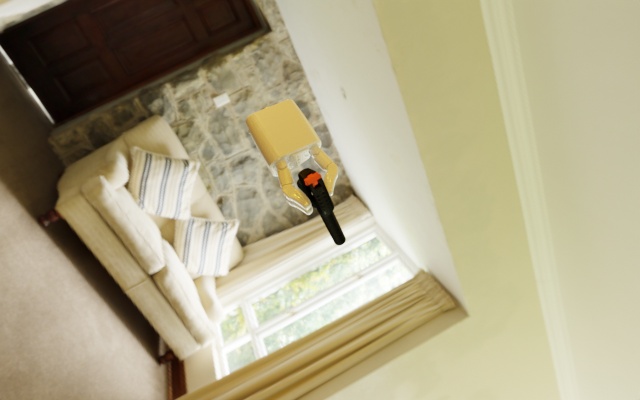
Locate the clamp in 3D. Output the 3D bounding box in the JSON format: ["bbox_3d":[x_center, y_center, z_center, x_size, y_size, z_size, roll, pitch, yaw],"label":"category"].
[{"bbox_3d":[0.001,0.002,0.888,0.036,0.164,0.210,-33,-11,-6],"label":"clamp"}]
